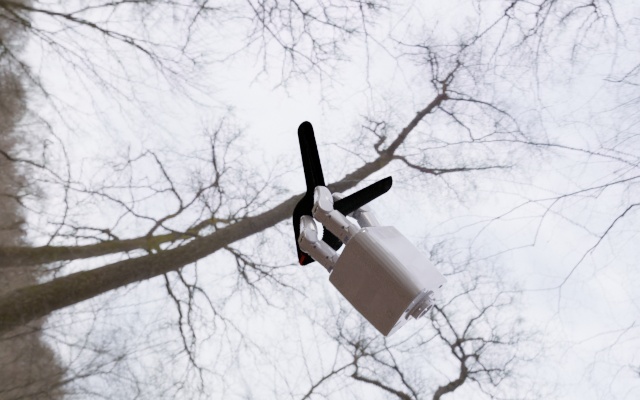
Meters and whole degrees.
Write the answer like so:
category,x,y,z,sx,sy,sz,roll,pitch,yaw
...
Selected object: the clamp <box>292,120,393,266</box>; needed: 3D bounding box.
category,x,y,z,sx,sy,sz,roll,pitch,yaw
clamp,0.001,0.003,0.681,0.036,0.210,0.164,-17,53,-45
